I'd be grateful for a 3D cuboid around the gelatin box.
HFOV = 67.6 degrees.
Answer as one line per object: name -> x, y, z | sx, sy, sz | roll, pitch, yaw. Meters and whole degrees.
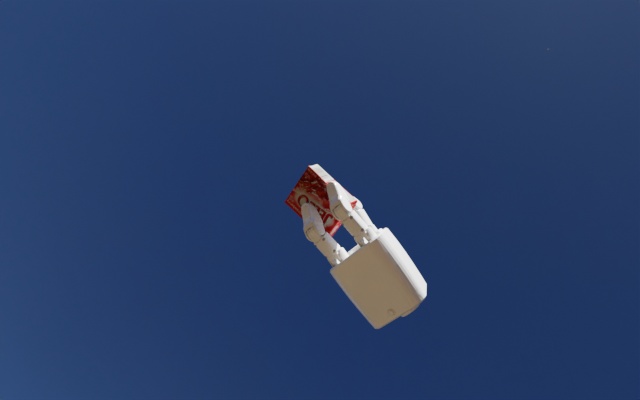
gelatin box -> 0.000, 0.002, 0.708 | 0.089, 0.073, 0.030 | 43, 28, 16
